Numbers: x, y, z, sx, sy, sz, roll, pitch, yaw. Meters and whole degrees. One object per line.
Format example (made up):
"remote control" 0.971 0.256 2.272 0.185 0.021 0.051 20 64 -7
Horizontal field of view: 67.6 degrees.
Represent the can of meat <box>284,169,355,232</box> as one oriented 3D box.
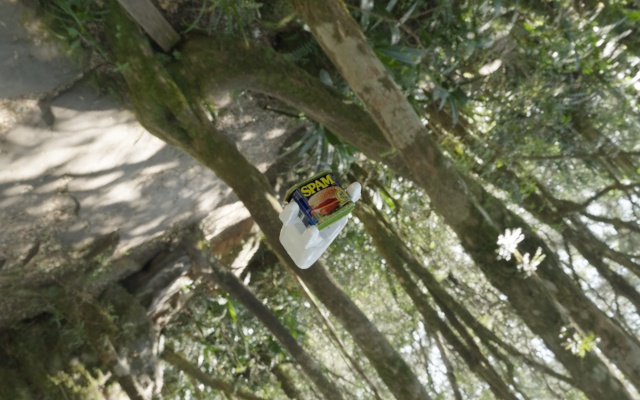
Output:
"can of meat" 0.000 0.003 0.858 0.102 0.084 0.057 -28 -16 -32
